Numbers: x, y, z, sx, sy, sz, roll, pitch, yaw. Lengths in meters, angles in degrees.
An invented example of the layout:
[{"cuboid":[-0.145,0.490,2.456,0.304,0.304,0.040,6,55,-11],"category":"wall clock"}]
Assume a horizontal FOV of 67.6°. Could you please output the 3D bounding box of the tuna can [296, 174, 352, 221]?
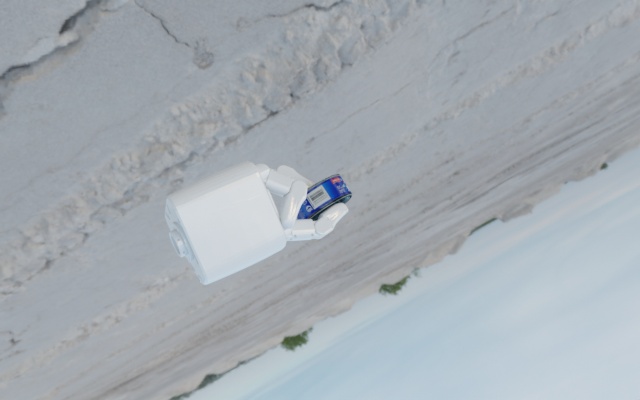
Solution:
[{"cuboid":[0.000,0.003,0.647,0.086,0.033,0.086,-32,-10,-6],"category":"tuna can"}]
